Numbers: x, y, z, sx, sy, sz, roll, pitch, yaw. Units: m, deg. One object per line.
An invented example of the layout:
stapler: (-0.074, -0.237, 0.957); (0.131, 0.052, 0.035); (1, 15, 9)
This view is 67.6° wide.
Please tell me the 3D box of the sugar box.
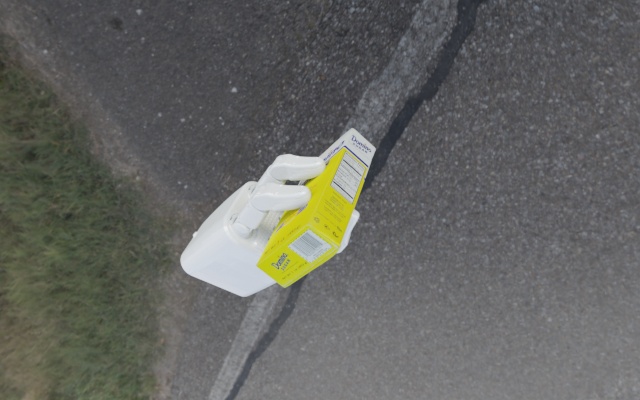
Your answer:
sugar box: (0.000, 0.001, 0.516); (0.048, 0.176, 0.093); (39, -51, -16)
